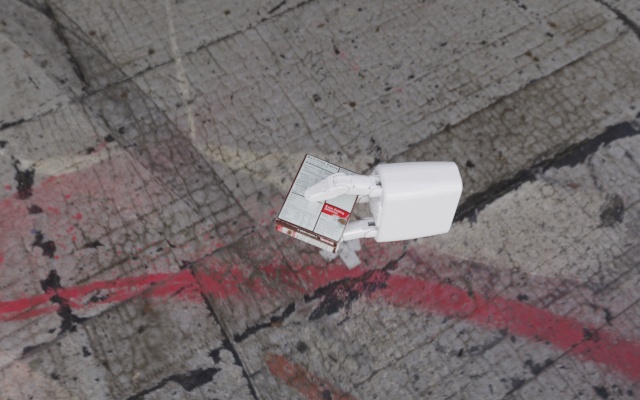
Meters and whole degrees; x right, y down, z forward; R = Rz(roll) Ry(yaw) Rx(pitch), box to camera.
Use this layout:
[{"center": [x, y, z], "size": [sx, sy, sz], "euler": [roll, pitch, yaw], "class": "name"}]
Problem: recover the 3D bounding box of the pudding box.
[{"center": [0.000, 0.002, 0.642], "size": [0.090, 0.113, 0.039], "euler": [21, -28, 4], "class": "pudding box"}]
